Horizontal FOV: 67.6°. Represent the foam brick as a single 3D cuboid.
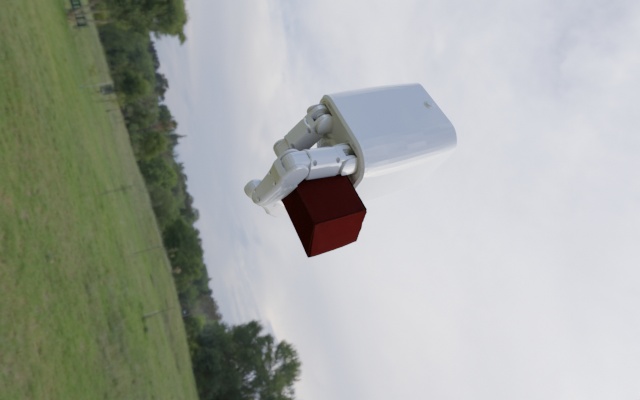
[{"bbox_3d":[0.000,0.002,0.436,0.051,0.078,0.053,-14,-34,-20],"label":"foam brick"}]
